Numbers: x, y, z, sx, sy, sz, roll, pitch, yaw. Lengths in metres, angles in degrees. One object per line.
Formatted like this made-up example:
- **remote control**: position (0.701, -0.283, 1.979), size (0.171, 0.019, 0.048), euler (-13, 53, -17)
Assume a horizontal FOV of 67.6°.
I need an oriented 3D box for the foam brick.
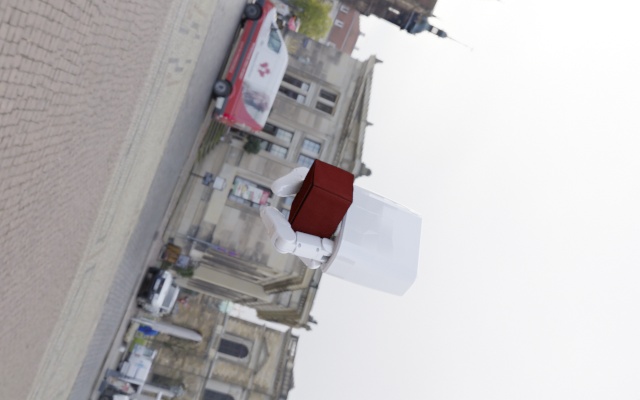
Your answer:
- **foam brick**: position (0.000, 0.002, 0.553), size (0.051, 0.078, 0.053), euler (21, 39, -11)
